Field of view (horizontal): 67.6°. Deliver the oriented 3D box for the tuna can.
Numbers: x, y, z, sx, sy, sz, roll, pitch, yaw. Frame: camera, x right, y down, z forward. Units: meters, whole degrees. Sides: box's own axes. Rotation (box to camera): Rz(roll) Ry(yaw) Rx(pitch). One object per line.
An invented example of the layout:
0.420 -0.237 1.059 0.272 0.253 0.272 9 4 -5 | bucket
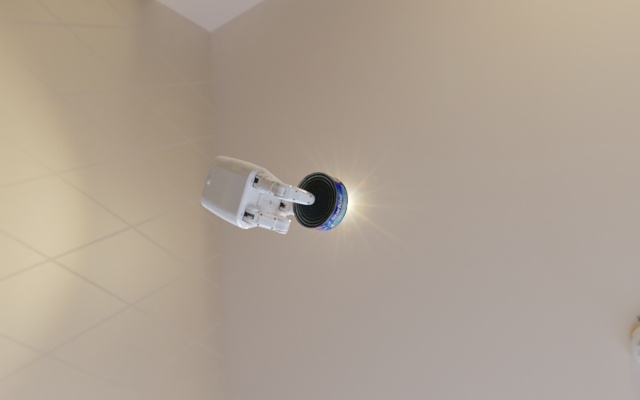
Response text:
0.001 0.003 0.723 0.086 0.086 0.034 0 -11 40 | tuna can
